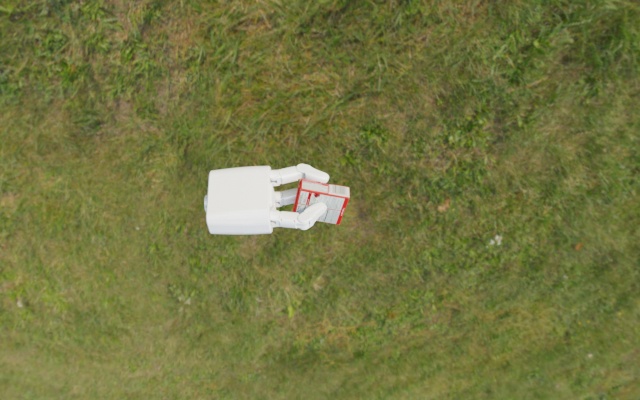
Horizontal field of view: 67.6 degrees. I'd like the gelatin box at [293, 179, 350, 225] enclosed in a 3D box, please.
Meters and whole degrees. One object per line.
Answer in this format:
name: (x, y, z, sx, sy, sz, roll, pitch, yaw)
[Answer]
gelatin box: (0.000, 0.003, 0.834, 0.089, 0.030, 0.073, 10, -44, -6)
